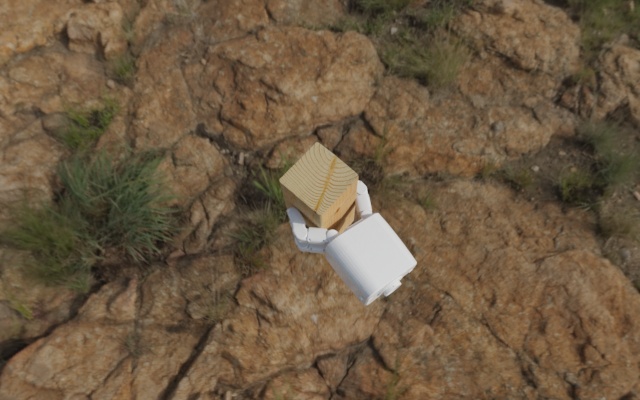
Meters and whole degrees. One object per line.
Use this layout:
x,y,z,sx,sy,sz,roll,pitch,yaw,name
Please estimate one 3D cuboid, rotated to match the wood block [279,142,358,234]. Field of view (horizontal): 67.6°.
0.001,0.003,0.817,0.090,0.091,0.206,40,-15,15,wood block
